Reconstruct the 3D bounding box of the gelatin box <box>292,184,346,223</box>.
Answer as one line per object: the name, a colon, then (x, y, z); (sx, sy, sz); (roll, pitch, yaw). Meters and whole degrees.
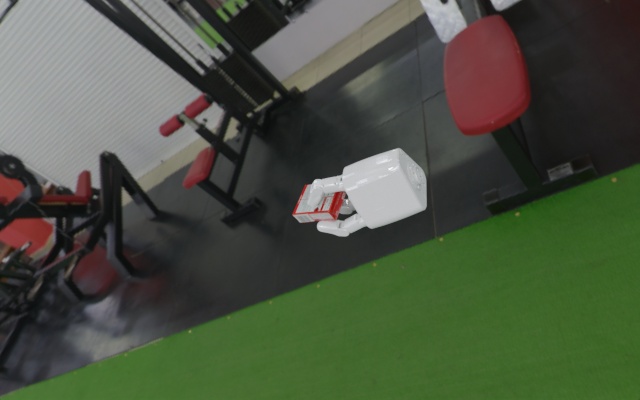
gelatin box: (0.000, 0.003, 0.888); (0.089, 0.073, 0.030); (-6, -41, 37)
